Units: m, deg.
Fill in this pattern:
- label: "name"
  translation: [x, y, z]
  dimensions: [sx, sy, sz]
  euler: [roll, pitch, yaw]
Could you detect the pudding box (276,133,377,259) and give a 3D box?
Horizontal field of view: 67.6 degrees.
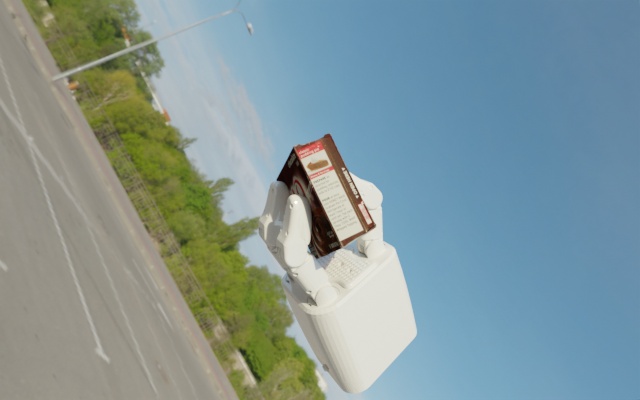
- label: "pudding box"
  translation: [0.000, 0.001, 0.427]
  dimensions: [0.039, 0.090, 0.113]
  euler: [-25, -5, -18]
